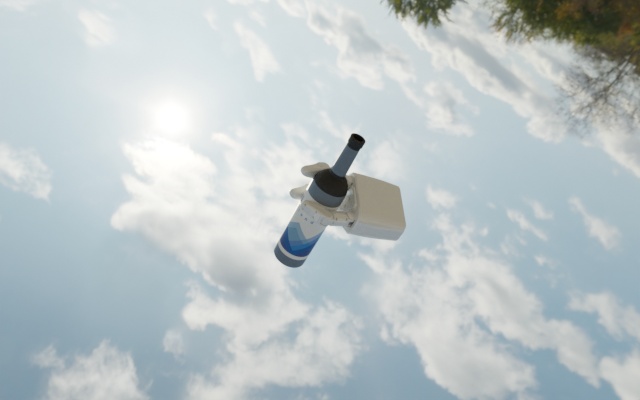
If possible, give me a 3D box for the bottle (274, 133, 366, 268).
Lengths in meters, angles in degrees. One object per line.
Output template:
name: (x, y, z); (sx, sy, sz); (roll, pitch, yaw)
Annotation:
bottle: (0.000, 0.003, 0.862); (0.069, 0.296, 0.069); (20, 35, -15)
